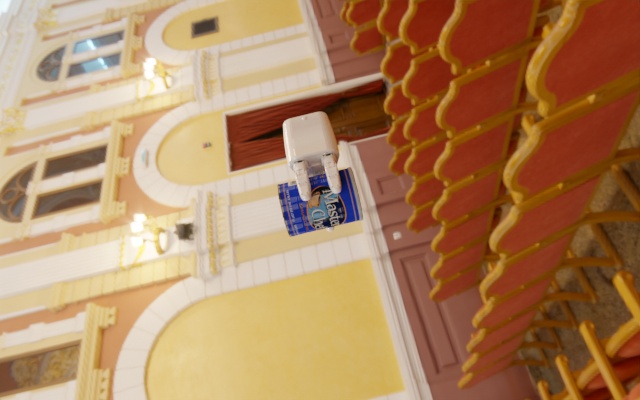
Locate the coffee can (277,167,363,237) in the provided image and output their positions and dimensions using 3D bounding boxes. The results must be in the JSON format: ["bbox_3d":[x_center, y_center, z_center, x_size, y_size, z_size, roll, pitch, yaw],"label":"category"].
[{"bbox_3d":[0.000,0.003,0.892,0.140,0.103,0.103,-13,0,1],"label":"coffee can"}]
